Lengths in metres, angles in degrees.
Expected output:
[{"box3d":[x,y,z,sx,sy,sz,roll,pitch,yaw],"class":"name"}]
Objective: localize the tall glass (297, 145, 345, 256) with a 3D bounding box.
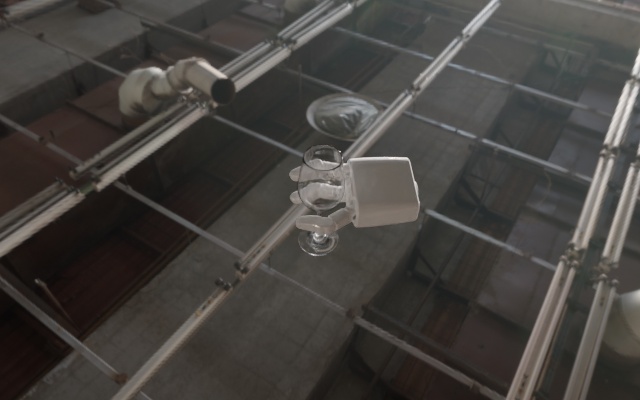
[{"box3d":[0.000,0.003,0.800,0.079,0.079,0.201,0,-43,-2],"class":"tall glass"}]
